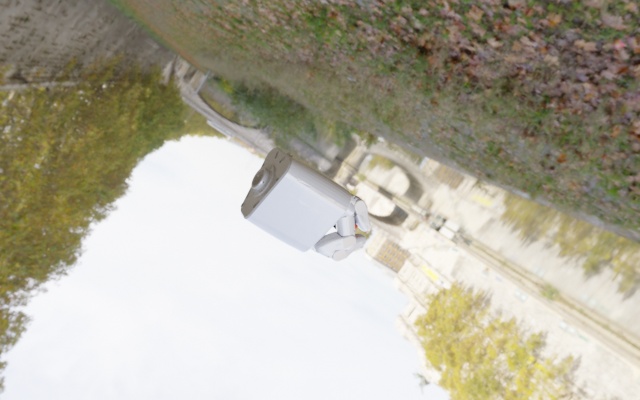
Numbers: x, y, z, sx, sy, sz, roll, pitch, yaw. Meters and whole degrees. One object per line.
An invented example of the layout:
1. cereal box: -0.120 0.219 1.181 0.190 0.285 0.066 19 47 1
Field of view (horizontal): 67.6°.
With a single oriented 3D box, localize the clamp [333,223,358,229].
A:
1. clamp: 0.000 0.003 0.763 0.120 0.039 0.171 31 5 -29
